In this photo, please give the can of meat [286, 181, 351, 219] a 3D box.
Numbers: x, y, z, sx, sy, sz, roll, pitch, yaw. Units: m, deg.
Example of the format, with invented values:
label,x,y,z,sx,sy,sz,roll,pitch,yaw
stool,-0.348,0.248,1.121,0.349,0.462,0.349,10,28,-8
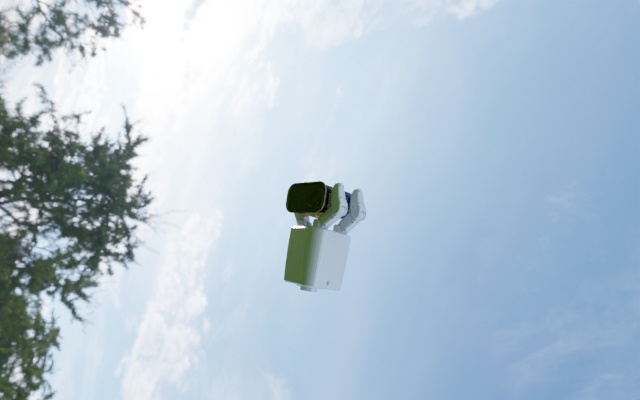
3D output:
label,x,y,z,sx,sy,sz,roll,pitch,yaw
can of meat,0.000,0.003,0.896,0.102,0.057,0.084,-3,-15,45
